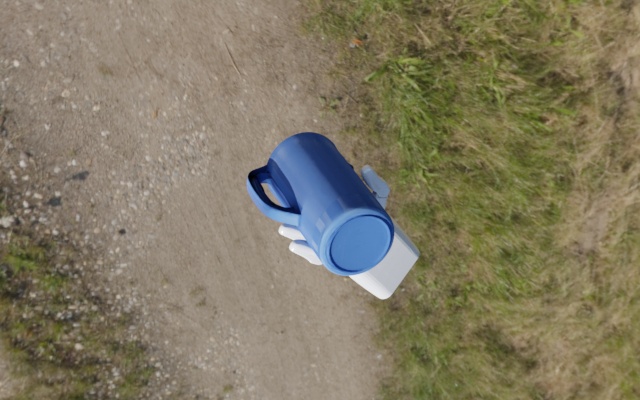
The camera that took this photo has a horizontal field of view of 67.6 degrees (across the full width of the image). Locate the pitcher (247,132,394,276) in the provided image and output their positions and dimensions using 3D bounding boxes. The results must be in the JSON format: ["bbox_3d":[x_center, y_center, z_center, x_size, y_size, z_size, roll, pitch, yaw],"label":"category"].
[{"bbox_3d":[0.000,0.002,0.709,0.145,0.149,0.242,45,5,-35],"label":"pitcher"}]
